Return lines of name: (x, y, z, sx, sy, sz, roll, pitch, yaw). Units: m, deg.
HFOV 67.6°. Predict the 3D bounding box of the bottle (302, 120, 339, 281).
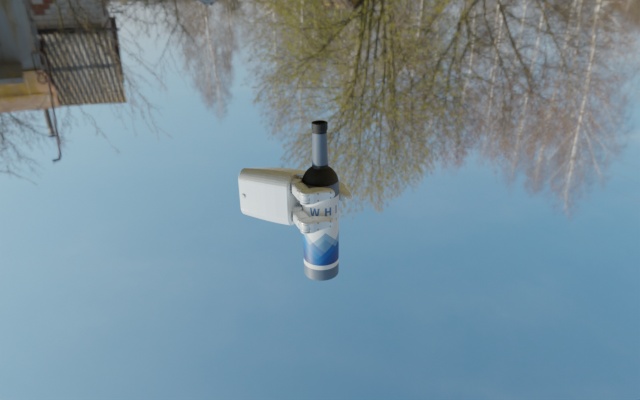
bottle: (0.000, 0.003, 0.860, 0.069, 0.296, 0.069, -1, 24, 0)
